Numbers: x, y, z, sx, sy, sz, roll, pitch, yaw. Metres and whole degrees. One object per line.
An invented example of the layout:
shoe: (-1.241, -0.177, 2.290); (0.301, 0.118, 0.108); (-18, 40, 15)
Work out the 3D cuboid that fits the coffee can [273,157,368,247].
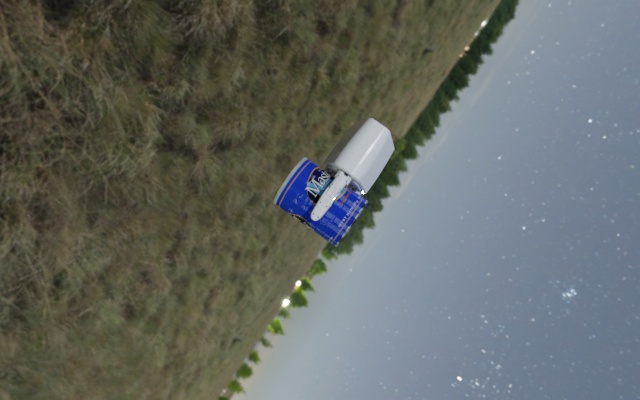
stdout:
coffee can: (0.000, 0.003, 0.865); (0.140, 0.103, 0.103); (35, 2, 3)
